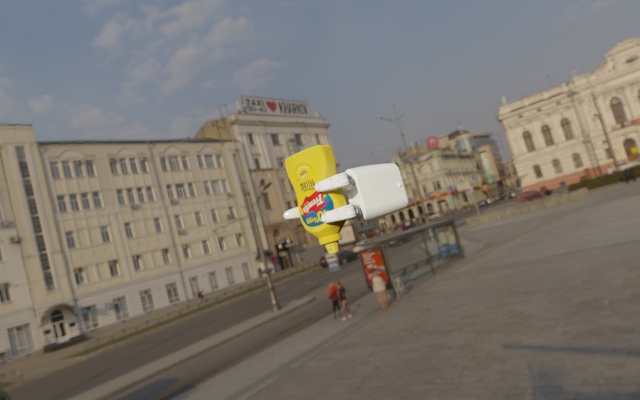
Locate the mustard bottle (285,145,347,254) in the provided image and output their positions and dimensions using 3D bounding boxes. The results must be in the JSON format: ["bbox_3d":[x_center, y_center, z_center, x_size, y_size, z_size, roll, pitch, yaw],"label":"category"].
[{"bbox_3d":[0.000,0.003,0.868,0.096,0.191,0.058,-19,-6,36],"label":"mustard bottle"}]
